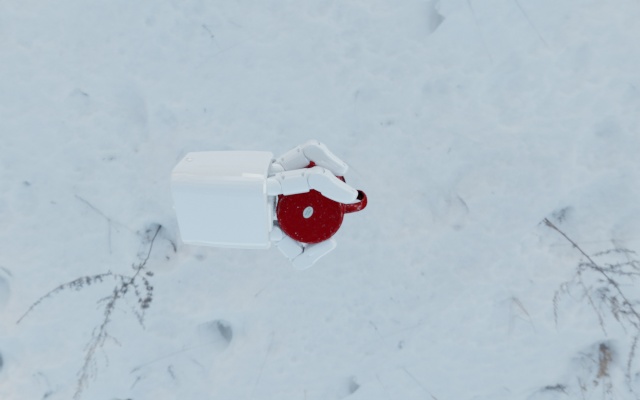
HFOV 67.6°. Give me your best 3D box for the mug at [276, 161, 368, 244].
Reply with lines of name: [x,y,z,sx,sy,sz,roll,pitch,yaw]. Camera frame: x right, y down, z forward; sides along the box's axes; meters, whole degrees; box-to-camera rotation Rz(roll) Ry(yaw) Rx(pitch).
mug: [0.002,0.002,0.595,0.117,0.093,0.081,2,22,0]
